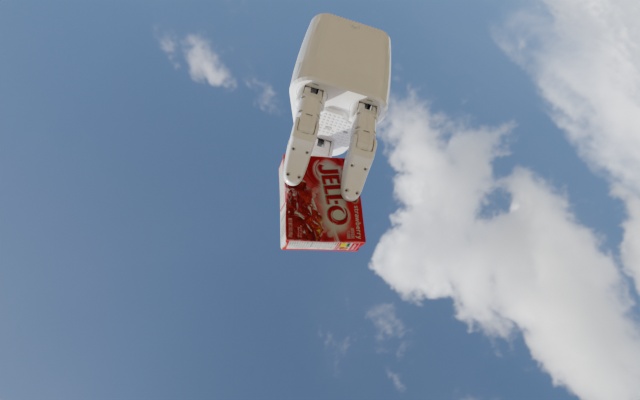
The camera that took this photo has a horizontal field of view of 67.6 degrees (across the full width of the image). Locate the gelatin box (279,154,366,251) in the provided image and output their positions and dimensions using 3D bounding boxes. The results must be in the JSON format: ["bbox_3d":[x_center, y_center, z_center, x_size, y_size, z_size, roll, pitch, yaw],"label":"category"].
[{"bbox_3d":[0.000,0.002,0.445,0.073,0.089,0.030,3,-26,-14],"label":"gelatin box"}]
